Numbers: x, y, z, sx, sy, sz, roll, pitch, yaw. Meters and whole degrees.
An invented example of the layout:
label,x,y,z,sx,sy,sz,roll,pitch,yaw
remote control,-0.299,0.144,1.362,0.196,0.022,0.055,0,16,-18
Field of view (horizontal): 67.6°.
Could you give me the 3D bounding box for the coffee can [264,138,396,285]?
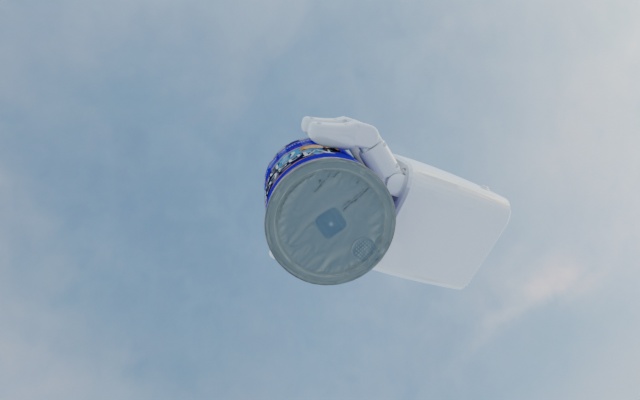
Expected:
label,x,y,z,sx,sy,sz,roll,pitch,yaw
coffee can,0.000,0.001,0.433,0.103,0.103,0.140,0,14,-7
